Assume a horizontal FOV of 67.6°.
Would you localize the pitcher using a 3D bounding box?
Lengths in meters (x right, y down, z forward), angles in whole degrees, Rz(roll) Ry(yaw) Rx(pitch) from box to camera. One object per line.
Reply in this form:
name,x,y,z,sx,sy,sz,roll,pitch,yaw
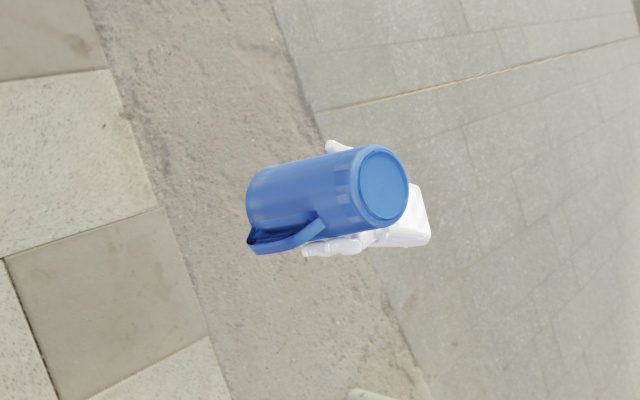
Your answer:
pitcher,0.000,0.002,0.689,0.145,0.149,0.243,6,-11,-38
